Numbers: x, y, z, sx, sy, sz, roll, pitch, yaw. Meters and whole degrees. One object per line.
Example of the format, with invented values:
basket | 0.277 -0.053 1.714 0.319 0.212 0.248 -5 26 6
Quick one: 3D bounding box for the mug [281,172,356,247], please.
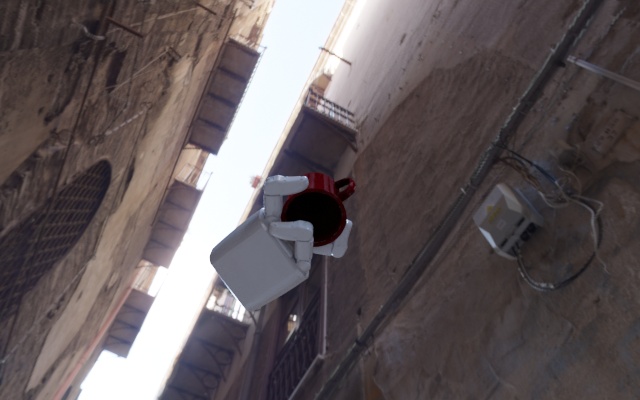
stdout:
mug | 0.001 0.001 0.703 0.117 0.093 0.081 -34 20 15
